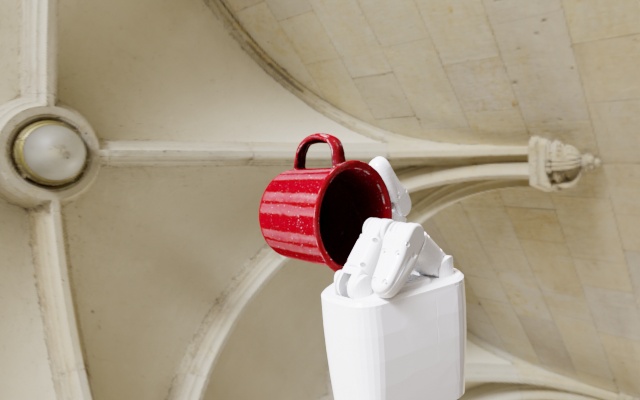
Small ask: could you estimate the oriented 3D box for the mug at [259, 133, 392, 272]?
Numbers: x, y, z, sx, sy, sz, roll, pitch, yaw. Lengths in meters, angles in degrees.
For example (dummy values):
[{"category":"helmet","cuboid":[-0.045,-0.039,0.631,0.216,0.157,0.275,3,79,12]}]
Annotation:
[{"category":"mug","cuboid":[0.000,0.000,0.410,0.093,0.117,0.081,-13,11,-43]}]
